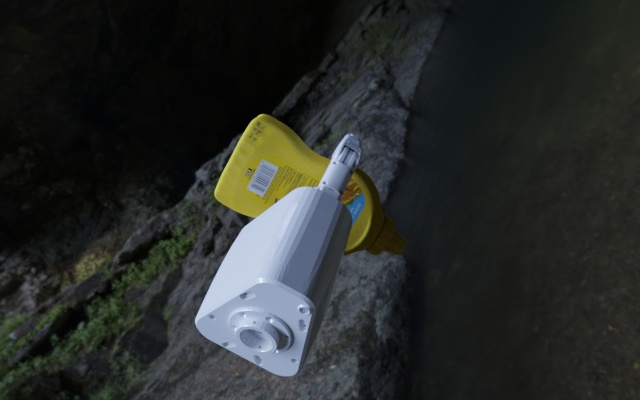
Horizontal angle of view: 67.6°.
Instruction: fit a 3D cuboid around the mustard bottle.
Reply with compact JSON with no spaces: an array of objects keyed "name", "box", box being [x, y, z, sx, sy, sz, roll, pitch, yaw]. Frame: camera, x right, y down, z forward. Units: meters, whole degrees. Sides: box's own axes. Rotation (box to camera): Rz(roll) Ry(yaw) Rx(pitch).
[{"name":"mustard bottle","box":[0.000,0.001,0.473,0.191,0.096,0.058,30,16,-6]}]
